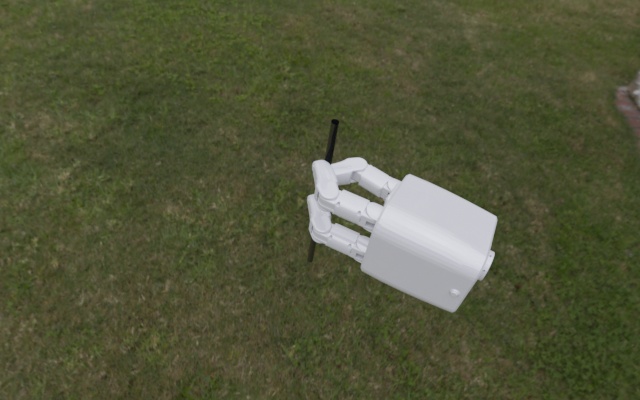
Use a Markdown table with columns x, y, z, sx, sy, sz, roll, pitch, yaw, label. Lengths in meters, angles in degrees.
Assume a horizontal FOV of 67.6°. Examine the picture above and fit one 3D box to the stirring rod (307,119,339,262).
| x | y | z | sx | sy | sz | roll | pitch | yaw | label |
| --- | --- | --- | --- | --- | --- | --- | --- | --- | --- |
| 0.000 | 0.002 | 0.555 | 0.011 | 0.011 | 0.240 | 0 | -41 | -9 | stirring rod |
